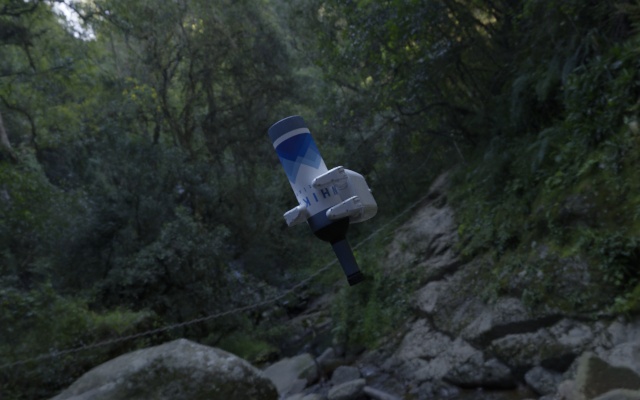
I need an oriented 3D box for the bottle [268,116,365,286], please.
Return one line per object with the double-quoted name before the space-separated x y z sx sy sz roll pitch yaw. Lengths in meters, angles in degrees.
"bottle" 0.000 0.002 0.800 0.069 0.295 0.069 -24 -9 -4
